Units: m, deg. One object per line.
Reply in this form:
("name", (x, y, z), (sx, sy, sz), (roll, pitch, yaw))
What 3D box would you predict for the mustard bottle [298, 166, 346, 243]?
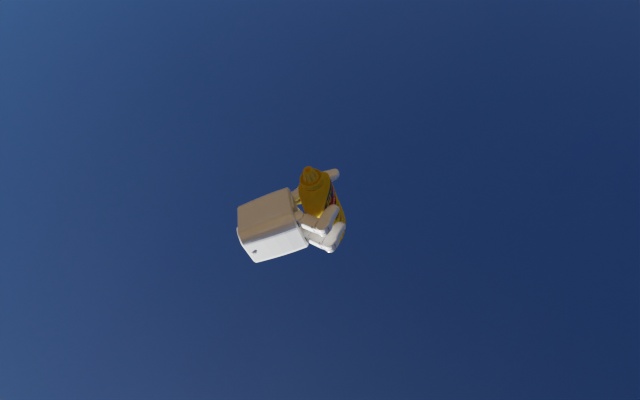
("mustard bottle", (0.001, 0.003, 0.881), (0.058, 0.096, 0.192), (1, -35, 17))
